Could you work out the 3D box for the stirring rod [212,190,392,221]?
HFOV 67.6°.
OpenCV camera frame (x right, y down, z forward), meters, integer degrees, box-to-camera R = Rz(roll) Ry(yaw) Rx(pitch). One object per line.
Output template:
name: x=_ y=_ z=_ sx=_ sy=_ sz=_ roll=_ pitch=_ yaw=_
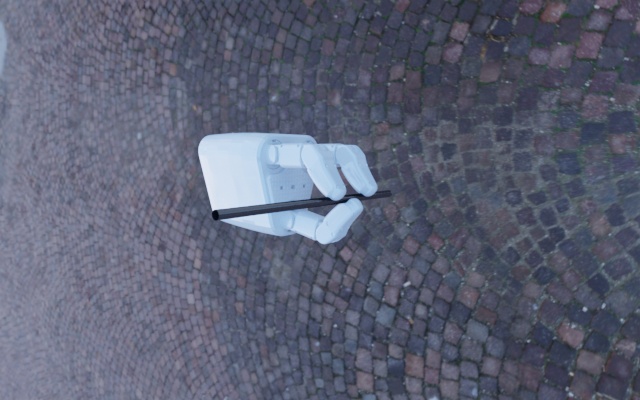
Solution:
stirring rod: x=0.000 y=0.001 z=0.436 sx=0.011 sy=0.011 sz=0.239 roll=0 pitch=4 yaw=39
